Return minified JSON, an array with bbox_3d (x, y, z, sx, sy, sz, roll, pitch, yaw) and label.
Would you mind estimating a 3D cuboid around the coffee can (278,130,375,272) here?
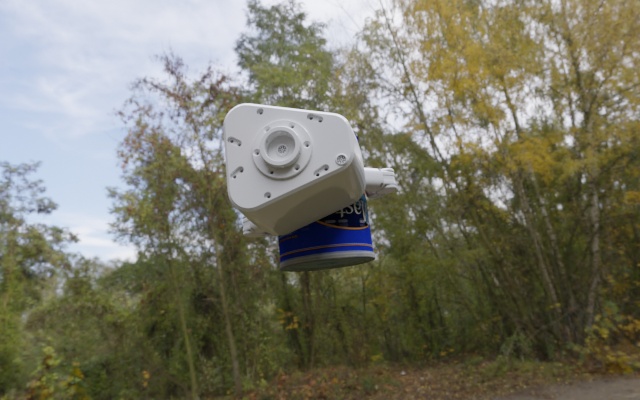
[{"bbox_3d":[0.000,0.002,0.526,0.103,0.140,0.103,-6,-13,-1],"label":"coffee can"}]
